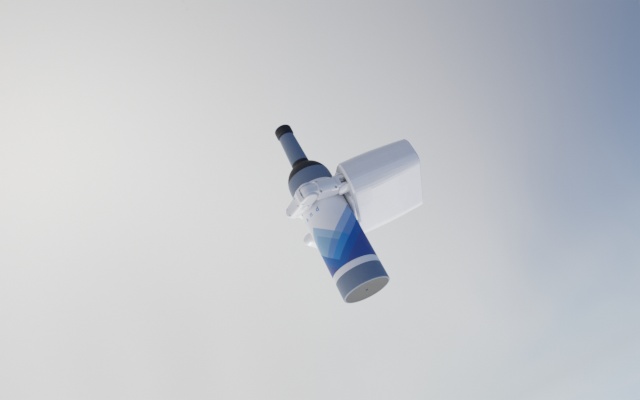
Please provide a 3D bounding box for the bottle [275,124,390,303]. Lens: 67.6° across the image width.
[{"bbox_3d":[0.000,0.002,0.687,0.069,0.295,0.069,-21,-30,-13],"label":"bottle"}]
